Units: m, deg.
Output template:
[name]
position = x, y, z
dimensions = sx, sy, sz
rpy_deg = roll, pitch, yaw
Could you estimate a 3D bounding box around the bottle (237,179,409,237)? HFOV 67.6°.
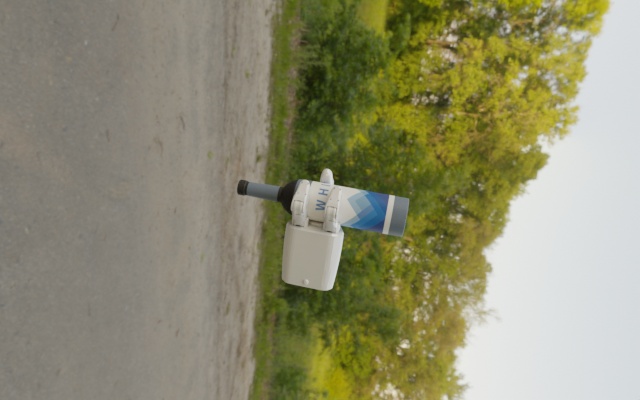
[bottle]
position = 0.000, 0.003, 0.826
dimensions = 0.295, 0.069, 0.069
rpy_deg = 10, 1, 7
